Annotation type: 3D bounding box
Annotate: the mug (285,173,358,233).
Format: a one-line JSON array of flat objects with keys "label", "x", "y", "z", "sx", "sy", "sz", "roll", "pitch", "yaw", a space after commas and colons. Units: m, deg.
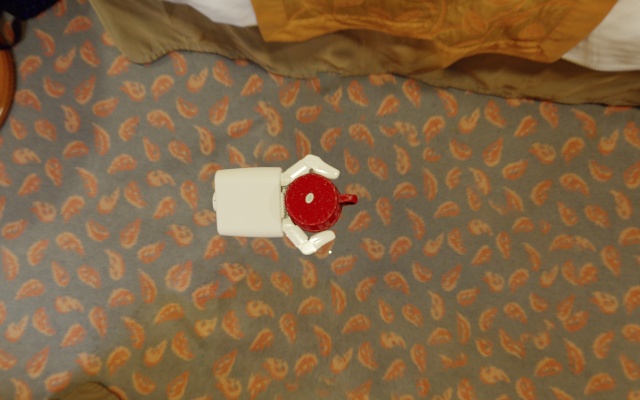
[{"label": "mug", "x": 0.002, "y": 0.002, "z": 0.748, "sx": 0.117, "sy": 0.093, "sz": 0.081, "roll": -1, "pitch": -6, "yaw": 3}]
